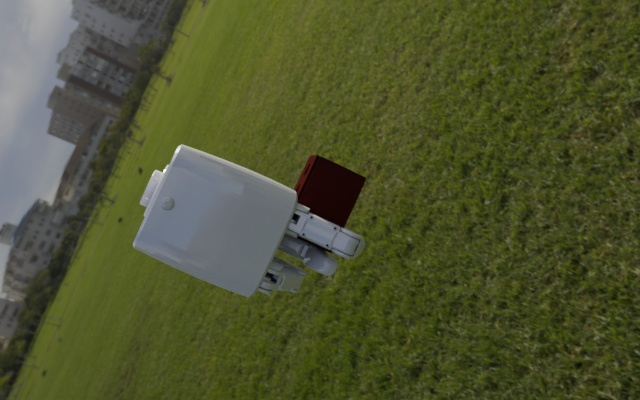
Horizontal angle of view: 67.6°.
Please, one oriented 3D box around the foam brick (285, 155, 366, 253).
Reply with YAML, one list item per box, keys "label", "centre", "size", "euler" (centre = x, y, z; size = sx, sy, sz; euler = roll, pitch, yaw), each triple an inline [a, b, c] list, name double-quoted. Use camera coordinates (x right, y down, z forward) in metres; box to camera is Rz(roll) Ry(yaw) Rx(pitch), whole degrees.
- label: "foam brick"
  centre: [0.000, 0.001, 0.448]
  size: [0.051, 0.078, 0.053]
  euler: [25, 0, -9]
